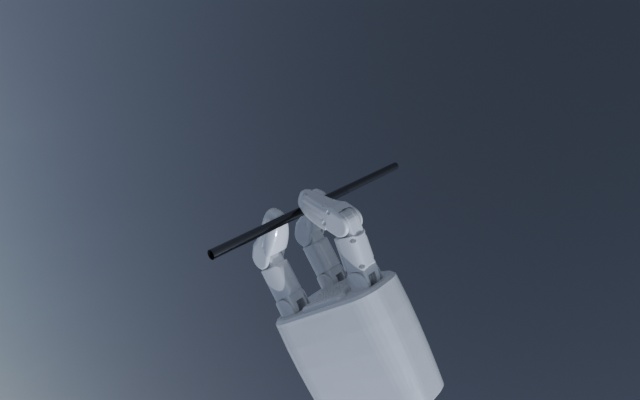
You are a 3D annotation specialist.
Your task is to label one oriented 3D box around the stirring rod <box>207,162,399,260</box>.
[{"bbox_3d":[0.000,0.001,0.429,0.011,0.011,0.239,0,18,45],"label":"stirring rod"}]
